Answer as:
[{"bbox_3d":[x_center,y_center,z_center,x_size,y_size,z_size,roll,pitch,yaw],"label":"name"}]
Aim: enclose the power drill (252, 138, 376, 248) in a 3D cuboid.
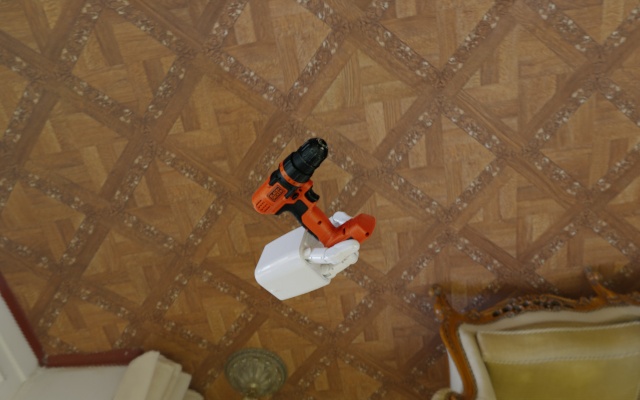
[{"bbox_3d":[0.000,0.003,0.795,0.184,0.188,0.057,-41,14,38],"label":"power drill"}]
